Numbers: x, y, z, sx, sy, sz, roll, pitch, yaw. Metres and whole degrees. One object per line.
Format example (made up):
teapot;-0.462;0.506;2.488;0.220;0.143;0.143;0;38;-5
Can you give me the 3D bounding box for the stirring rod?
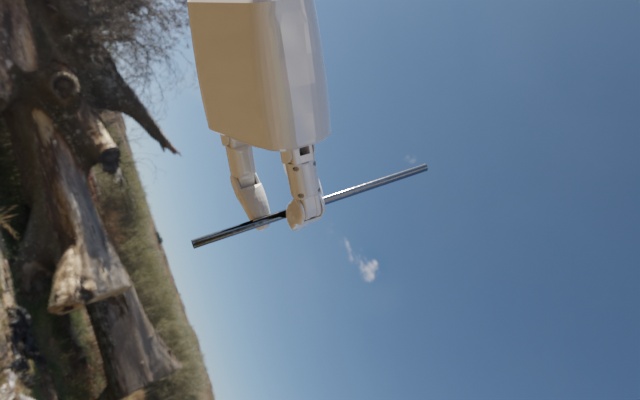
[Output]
stirring rod;0.000;0.001;0.441;0.239;0.011;0.011;-18;7;-21
